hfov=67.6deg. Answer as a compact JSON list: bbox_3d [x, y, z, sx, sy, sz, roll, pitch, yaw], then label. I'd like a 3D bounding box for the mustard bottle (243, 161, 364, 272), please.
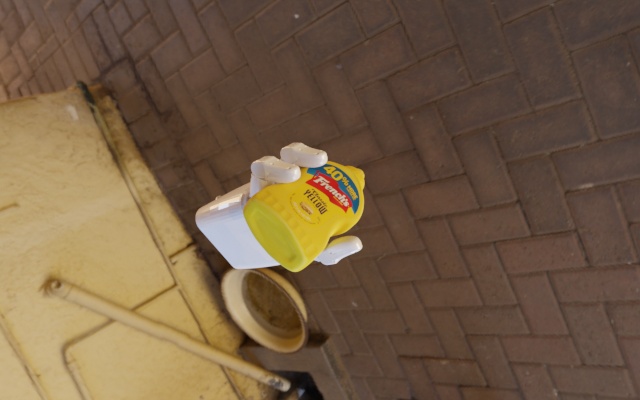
[{"bbox_3d":[0.000,0.002,0.582,0.191,0.096,0.058,-35,-9,-48],"label":"mustard bottle"}]
